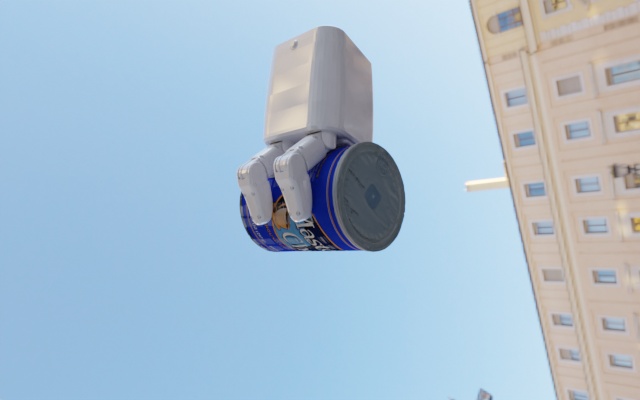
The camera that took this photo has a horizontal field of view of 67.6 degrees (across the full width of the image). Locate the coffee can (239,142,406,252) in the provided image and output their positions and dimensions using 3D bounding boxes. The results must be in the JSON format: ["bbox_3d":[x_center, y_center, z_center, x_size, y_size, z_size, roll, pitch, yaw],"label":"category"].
[{"bbox_3d":[0.000,0.002,0.490,0.140,0.103,0.103,-6,-4,44],"label":"coffee can"}]
